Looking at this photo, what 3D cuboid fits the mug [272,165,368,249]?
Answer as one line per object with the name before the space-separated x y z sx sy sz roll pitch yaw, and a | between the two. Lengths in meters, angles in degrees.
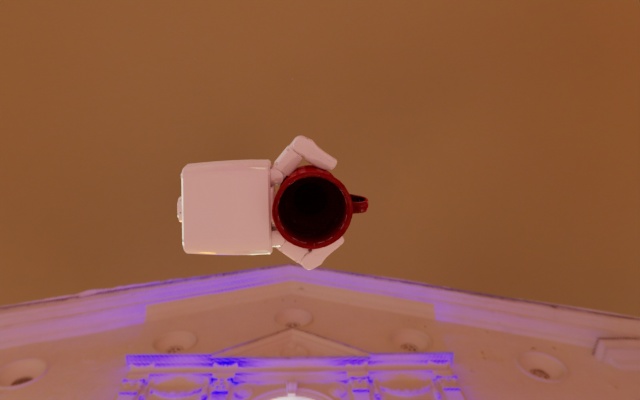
mug | 0.002 0.002 0.586 0.117 0.093 0.081 -2 14 -4
